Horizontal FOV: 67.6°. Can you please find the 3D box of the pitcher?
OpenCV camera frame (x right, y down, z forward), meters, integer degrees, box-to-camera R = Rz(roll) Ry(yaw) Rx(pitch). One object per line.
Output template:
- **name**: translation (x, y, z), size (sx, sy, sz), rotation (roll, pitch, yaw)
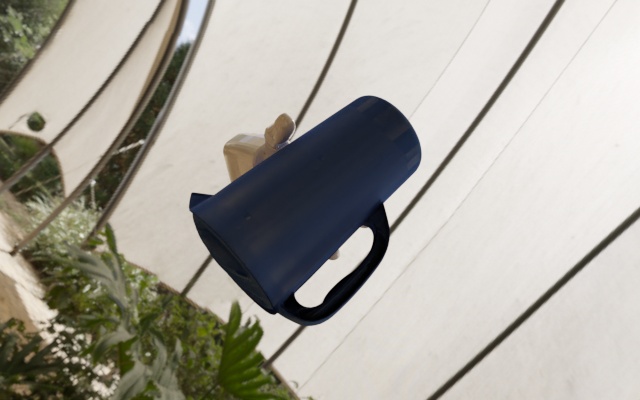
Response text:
- **pitcher**: translation (0.000, 0.002, 0.506), size (0.242, 0.149, 0.145), rotation (-40, 29, -20)
